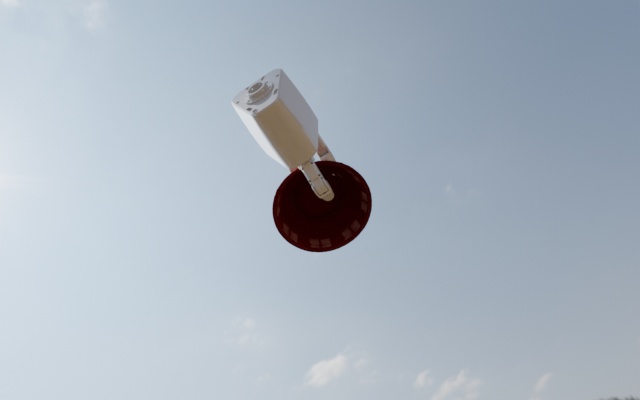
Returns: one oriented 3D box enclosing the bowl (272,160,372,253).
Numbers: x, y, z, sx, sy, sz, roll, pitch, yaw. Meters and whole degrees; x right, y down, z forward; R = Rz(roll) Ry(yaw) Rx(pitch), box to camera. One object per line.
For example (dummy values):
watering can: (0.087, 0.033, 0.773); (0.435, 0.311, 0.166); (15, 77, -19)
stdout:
bowl: (0.000, 0.004, 0.784); (0.162, 0.162, 0.055); (0, 24, -10)
